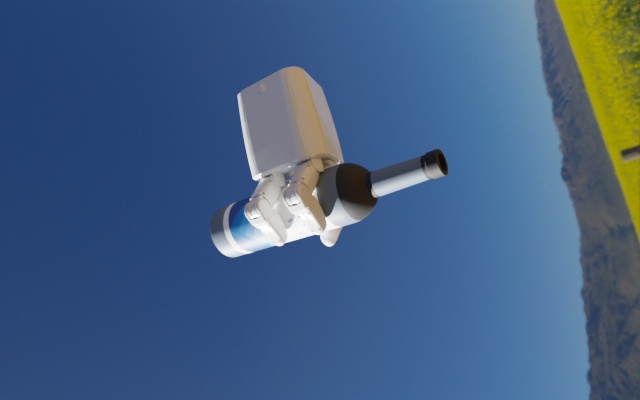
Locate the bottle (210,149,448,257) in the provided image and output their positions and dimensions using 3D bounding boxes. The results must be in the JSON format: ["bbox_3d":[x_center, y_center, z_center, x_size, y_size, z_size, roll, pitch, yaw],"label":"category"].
[{"bbox_3d":[0.000,0.002,0.541,0.296,0.069,0.069,-18,-10,32],"label":"bottle"}]
